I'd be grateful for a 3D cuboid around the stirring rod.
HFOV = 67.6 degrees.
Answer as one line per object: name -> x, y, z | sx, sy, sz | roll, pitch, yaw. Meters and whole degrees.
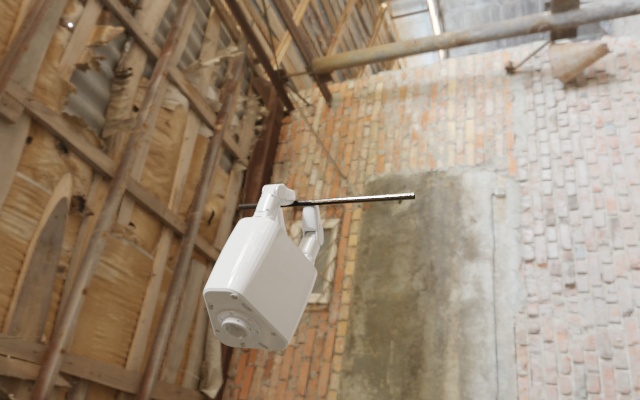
stirring rod -> 0.000, 0.002, 0.609 | 0.239, 0.011, 0.011 | -4, -2, 23
